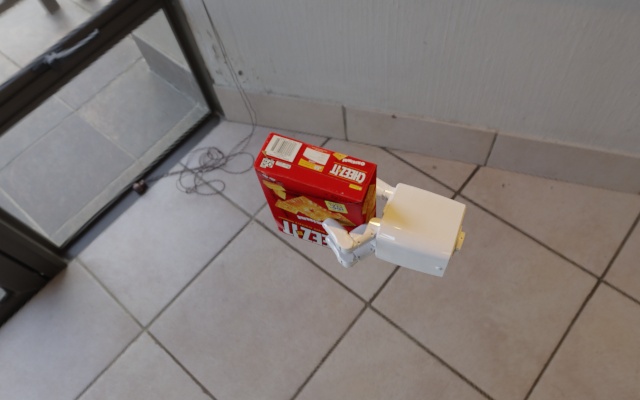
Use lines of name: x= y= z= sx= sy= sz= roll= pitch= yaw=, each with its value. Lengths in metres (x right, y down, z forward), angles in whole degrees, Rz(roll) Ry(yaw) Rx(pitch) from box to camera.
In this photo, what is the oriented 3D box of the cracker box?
cracker box: x=0.000 y=0.002 z=0.735 sx=0.164 sy=0.072 sz=0.214 roll=18 pitch=-25 yaw=15
